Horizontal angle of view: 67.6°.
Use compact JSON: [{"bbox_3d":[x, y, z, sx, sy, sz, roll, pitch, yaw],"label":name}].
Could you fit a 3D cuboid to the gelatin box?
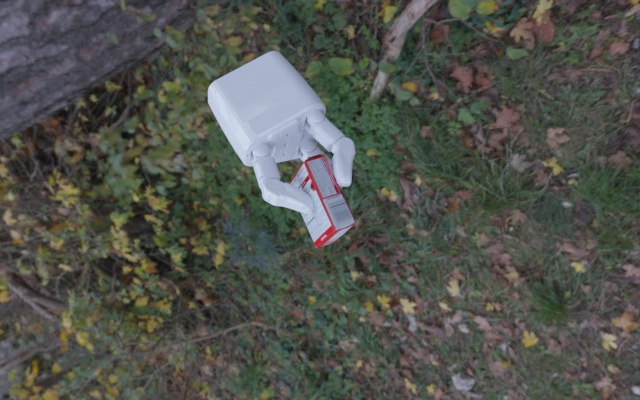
[{"bbox_3d":[0.000,0.002,0.549,0.030,0.089,0.073,-18,-14,-24],"label":"gelatin box"}]
